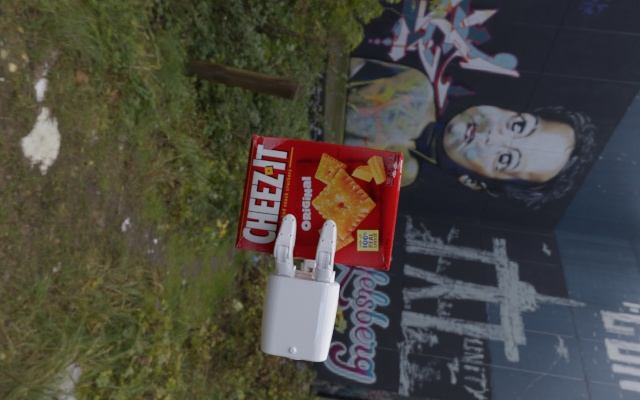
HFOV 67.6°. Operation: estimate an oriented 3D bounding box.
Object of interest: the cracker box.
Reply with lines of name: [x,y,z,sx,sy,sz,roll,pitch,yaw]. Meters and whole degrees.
cracker box: [0.000,0.002,0.674,0.213,0.164,0.072,8,-4,5]
